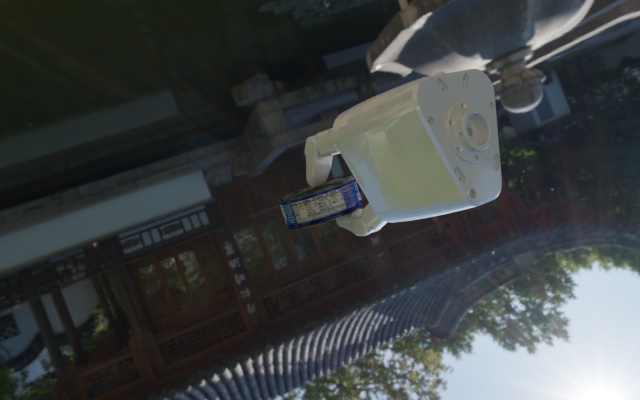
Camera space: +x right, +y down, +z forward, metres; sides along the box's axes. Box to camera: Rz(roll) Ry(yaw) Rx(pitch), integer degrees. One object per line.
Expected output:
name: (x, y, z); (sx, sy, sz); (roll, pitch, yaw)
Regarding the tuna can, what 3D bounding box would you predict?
tuna can: (0.000, 0.002, 0.508); (0.086, 0.034, 0.086); (-17, 6, 2)
